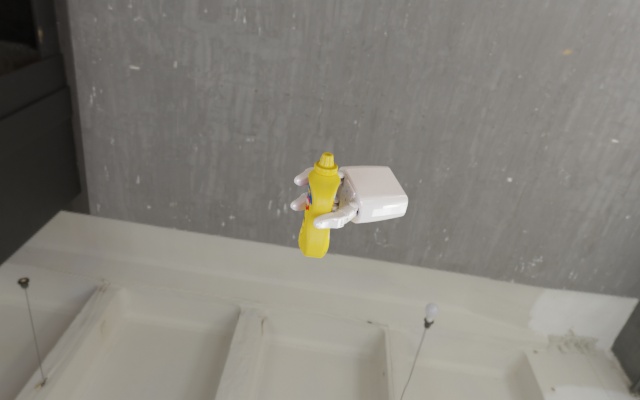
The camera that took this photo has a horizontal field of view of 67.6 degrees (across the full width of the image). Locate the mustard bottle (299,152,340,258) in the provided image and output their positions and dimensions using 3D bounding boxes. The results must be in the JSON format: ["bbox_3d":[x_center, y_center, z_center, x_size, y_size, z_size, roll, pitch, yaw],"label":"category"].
[{"bbox_3d":[0.000,0.003,0.869,0.058,0.192,0.096,8,29,-3],"label":"mustard bottle"}]
